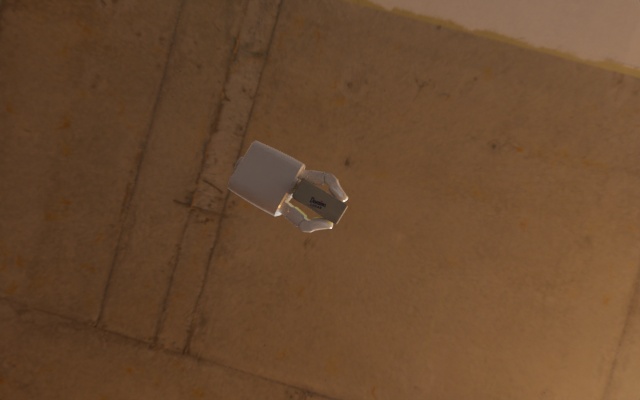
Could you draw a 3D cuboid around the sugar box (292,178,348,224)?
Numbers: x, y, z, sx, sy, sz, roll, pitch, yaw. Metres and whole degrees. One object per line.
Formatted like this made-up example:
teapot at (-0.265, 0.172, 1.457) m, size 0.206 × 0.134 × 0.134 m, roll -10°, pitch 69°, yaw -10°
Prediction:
sugar box at (0.000, 0.003, 0.894) m, size 0.093 × 0.048 × 0.176 m, roll 32°, pitch 2°, yaw 2°
